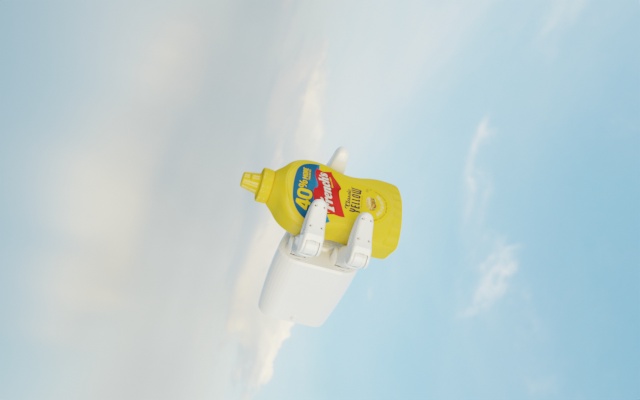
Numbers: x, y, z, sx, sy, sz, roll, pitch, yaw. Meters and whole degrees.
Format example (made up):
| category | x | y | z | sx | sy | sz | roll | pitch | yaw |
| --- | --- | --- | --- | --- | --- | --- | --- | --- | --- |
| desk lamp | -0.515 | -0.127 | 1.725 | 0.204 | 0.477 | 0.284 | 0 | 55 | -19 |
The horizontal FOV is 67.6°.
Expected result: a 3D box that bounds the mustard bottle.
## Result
| category | x | y | z | sx | sy | sz | roll | pitch | yaw |
| --- | --- | --- | --- | --- | --- | --- | --- | --- | --- |
| mustard bottle | 0.000 | 0.002 | 0.564 | 0.191 | 0.096 | 0.058 | 16 | -32 | -13 |
